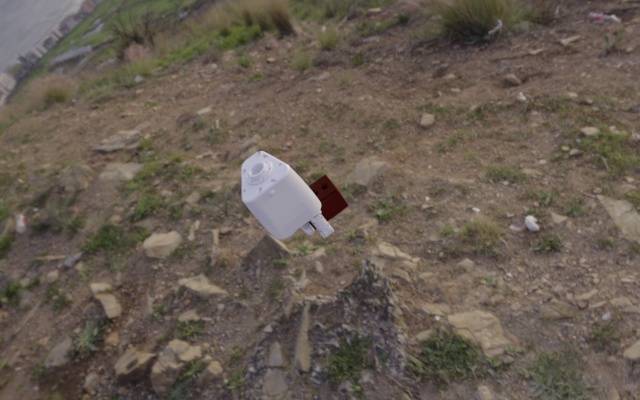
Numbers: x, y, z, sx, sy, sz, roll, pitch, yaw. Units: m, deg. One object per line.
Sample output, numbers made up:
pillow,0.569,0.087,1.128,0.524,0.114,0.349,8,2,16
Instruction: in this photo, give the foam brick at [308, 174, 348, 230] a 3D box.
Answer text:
foam brick,0.000,0.003,0.857,0.078,0.051,0.053,-36,41,2
